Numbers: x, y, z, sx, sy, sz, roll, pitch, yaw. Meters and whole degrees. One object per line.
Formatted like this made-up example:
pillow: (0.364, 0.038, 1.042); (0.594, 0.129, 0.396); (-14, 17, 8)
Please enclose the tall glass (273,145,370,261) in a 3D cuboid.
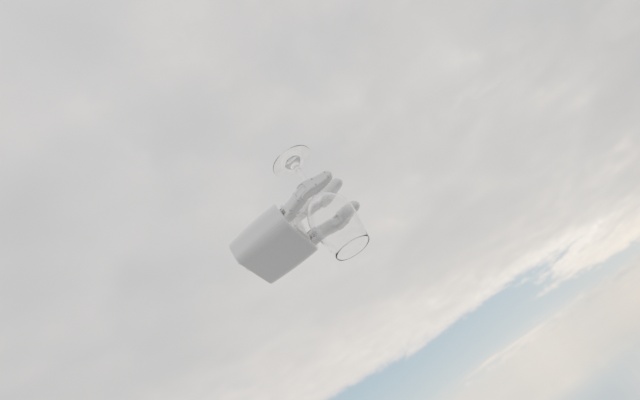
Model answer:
tall glass: (0.000, 0.002, 0.783); (0.079, 0.201, 0.079); (-26, -30, -17)
